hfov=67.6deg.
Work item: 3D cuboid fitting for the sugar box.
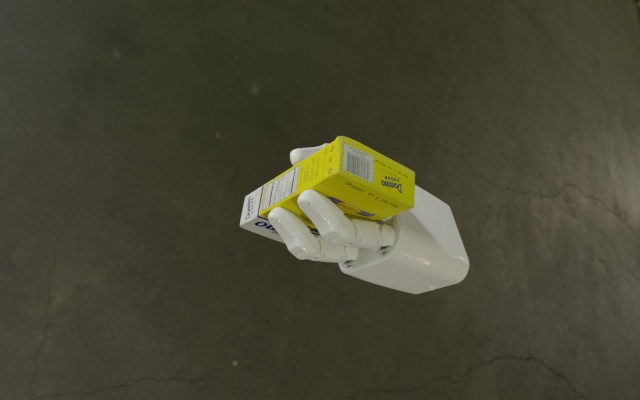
[{"bbox_3d":[0.000,0.002,0.487,0.093,0.048,0.176,23,-33,-29],"label":"sugar box"}]
